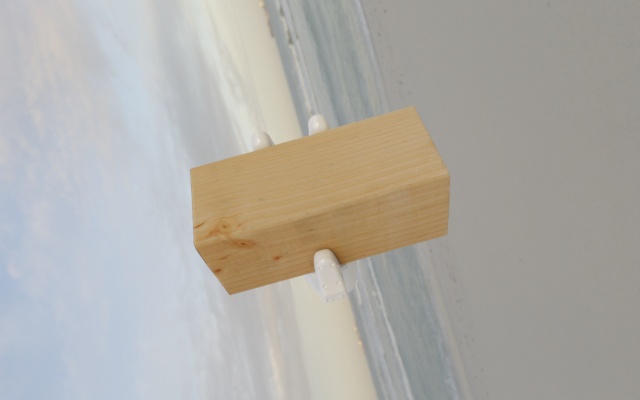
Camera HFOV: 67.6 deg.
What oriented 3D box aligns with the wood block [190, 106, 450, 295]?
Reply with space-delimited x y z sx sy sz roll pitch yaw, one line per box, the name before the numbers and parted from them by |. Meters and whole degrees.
wood block | 0.000 0.002 0.428 0.206 0.090 0.090 -16 -39 0
